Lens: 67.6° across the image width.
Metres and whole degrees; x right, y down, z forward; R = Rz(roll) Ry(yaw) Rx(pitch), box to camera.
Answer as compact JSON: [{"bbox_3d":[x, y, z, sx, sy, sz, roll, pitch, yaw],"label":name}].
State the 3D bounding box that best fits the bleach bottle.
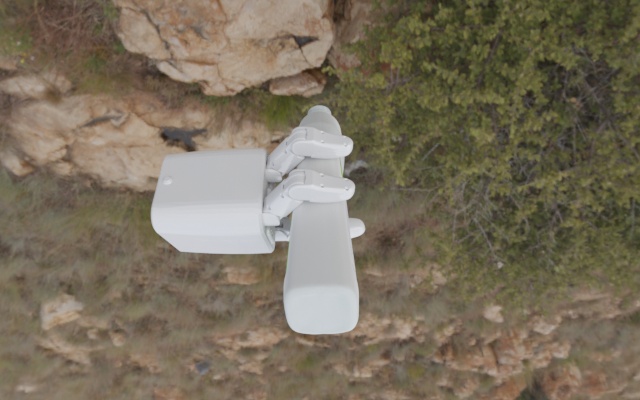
[{"bbox_3d":[0.000,0.002,0.501,0.068,0.250,0.103,-2,-38,1],"label":"bleach bottle"}]
